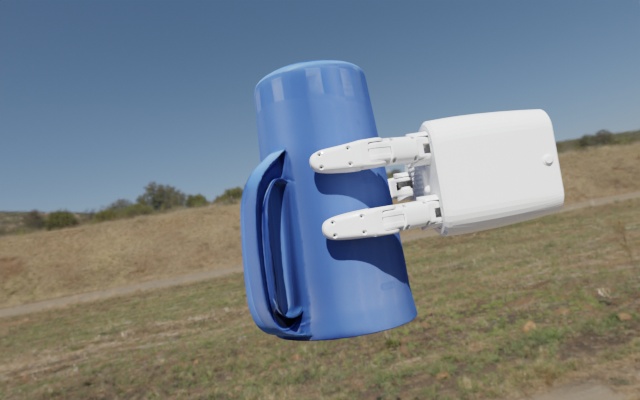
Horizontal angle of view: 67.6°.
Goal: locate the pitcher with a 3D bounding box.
[{"bbox_3d":[0.000,0.001,0.442,0.145,0.243,0.149,-9,-4,-4],"label":"pitcher"}]
